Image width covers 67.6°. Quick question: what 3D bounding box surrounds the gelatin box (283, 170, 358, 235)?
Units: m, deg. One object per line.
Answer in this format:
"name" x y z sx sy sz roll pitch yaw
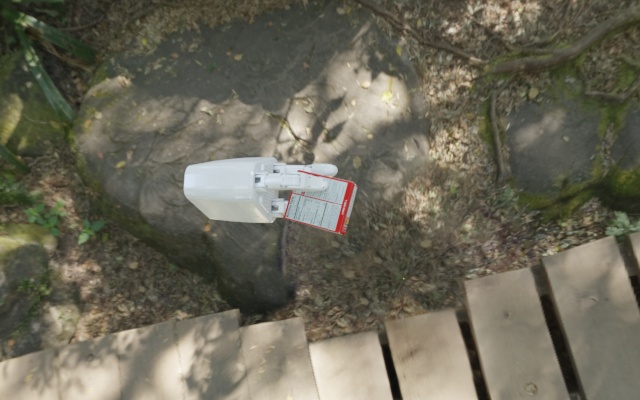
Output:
"gelatin box" 0.000 0.002 0.672 0.089 0.073 0.030 14 -5 20
